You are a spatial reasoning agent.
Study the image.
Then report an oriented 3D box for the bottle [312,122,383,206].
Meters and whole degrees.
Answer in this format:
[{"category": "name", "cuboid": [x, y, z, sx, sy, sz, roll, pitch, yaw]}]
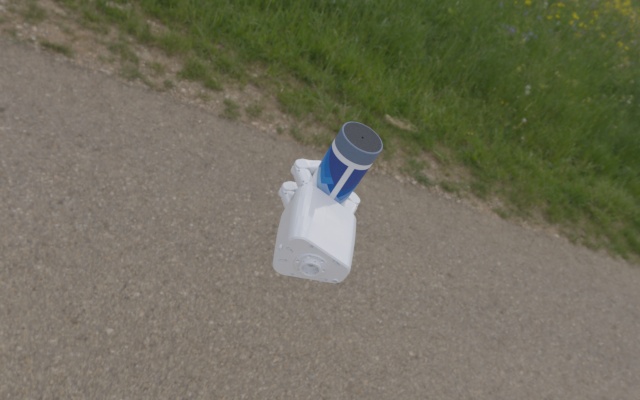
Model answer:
[{"category": "bottle", "cuboid": [0.000, 0.002, 0.781, 0.069, 0.069, 0.296, 0, -39, -32]}]
